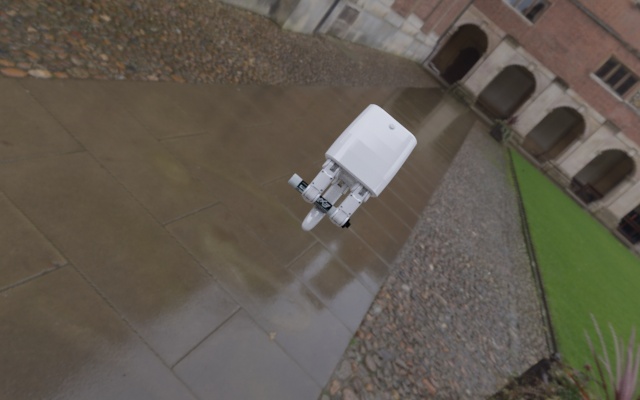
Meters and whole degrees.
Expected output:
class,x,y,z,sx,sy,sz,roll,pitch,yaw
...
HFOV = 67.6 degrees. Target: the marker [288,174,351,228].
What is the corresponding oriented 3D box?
class,x,y,z,sx,sy,sz,roll,pitch,yaw
marker,0.000,0.003,0.766,0.121,0.020,0.020,40,-2,-2
